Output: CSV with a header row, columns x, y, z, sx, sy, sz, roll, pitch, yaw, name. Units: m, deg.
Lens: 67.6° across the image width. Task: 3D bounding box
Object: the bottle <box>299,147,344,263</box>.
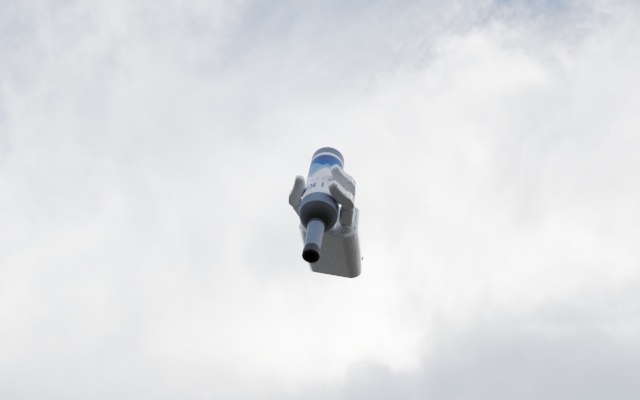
x,y,z,sx,sy,sz,roll,pitch,yaw,name
0.000,0.003,0.837,0.069,0.069,0.295,0,34,7,bottle
